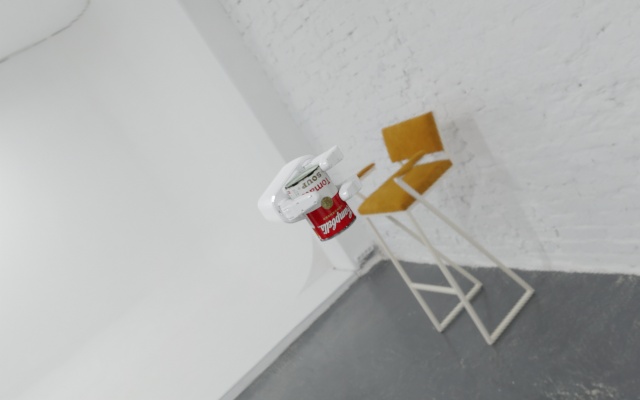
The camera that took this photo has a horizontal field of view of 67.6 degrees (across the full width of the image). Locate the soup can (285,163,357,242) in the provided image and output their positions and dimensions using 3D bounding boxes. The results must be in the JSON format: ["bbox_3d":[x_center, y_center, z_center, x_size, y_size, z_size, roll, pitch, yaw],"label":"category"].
[{"bbox_3d":[0.000,0.002,0.732,0.068,0.102,0.068,-33,11,7],"label":"soup can"}]
